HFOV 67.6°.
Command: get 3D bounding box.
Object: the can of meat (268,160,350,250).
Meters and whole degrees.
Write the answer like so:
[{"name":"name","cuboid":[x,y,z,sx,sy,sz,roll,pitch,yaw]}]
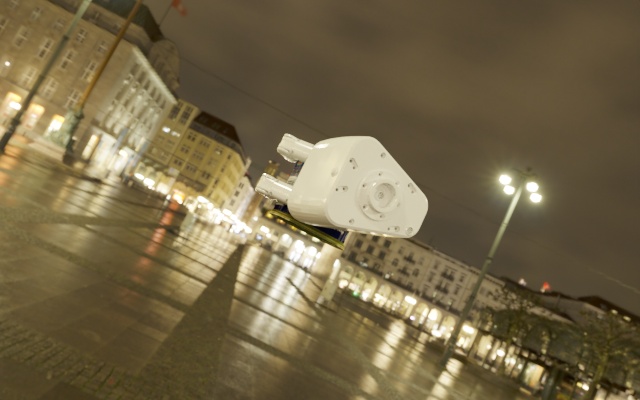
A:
[{"name":"can of meat","cuboid":[0.000,0.002,0.597,0.102,0.084,0.057,29,-8,-18]}]
